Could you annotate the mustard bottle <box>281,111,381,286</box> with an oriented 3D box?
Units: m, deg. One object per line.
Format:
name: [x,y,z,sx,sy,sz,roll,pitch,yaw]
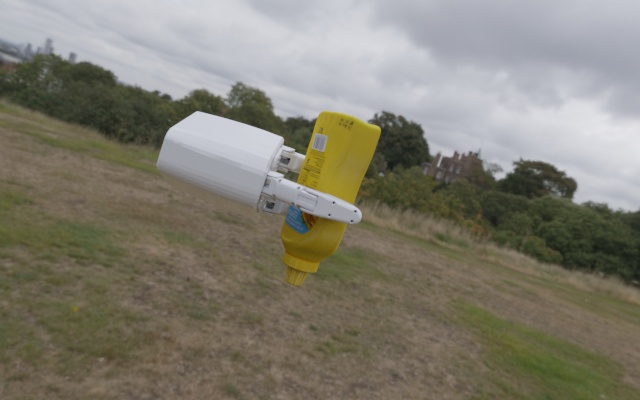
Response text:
mustard bottle: [0.000,0.002,0.521,0.058,0.191,0.096,17,6,-28]
